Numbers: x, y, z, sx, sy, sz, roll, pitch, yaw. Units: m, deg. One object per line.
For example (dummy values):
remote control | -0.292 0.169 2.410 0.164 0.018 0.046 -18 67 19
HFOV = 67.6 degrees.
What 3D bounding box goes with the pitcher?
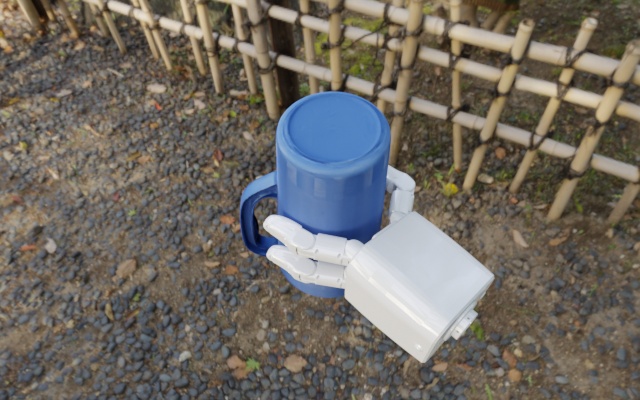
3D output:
pitcher | 0.000 0.002 0.536 0.149 0.145 0.243 -39 -26 -24
